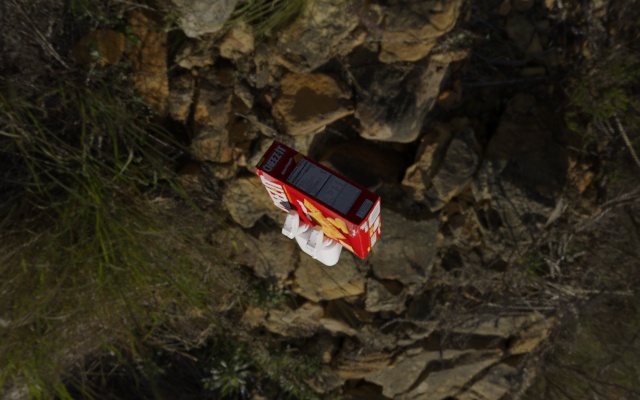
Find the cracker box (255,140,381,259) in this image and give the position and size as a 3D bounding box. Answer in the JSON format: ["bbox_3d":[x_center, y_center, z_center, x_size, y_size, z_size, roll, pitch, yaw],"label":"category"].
[{"bbox_3d":[0.000,0.003,0.847,0.213,0.072,0.164,29,-17,19],"label":"cracker box"}]
